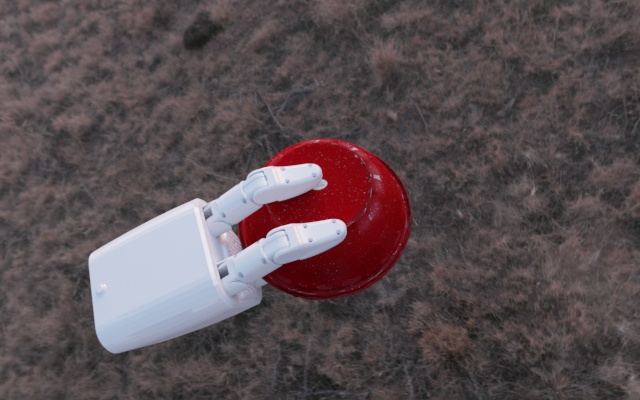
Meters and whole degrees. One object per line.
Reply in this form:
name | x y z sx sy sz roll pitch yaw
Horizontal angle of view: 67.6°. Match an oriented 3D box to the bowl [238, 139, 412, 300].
bowl | 0.001 0.000 0.420 0.162 0.162 0.055 0 -29 7
